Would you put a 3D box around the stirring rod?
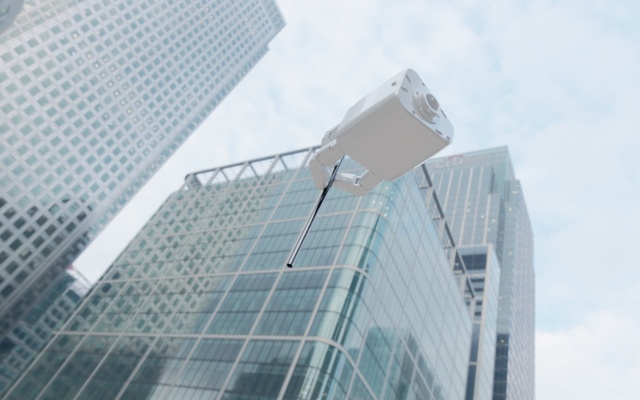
[{"bbox_3d":[0.000,0.002,0.664,0.011,0.011,0.239,0,40,24],"label":"stirring rod"}]
